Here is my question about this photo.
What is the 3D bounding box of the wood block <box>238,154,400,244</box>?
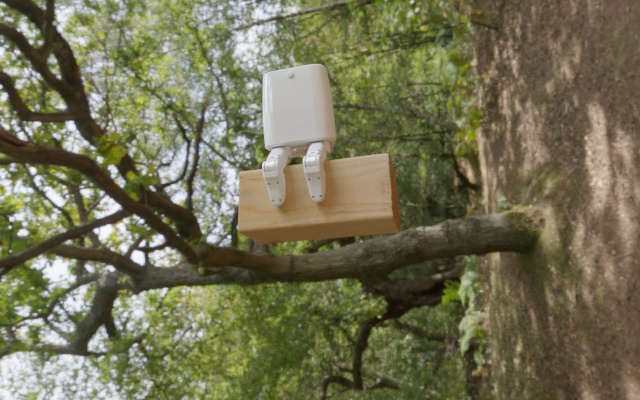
[{"bbox_3d":[0.000,0.002,0.662,0.206,0.090,0.091,-6,-16,14],"label":"wood block"}]
